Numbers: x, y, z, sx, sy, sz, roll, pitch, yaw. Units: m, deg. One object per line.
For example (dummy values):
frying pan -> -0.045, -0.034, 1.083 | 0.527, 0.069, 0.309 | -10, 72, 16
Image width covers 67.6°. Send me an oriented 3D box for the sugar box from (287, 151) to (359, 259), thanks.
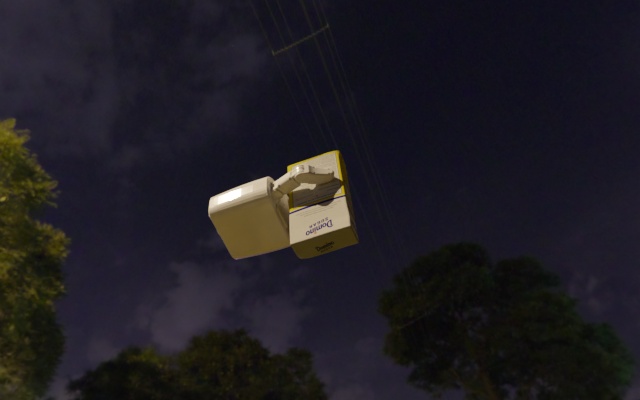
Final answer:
sugar box -> 0.000, 0.003, 0.732 | 0.093, 0.176, 0.048 | -18, -46, 12
